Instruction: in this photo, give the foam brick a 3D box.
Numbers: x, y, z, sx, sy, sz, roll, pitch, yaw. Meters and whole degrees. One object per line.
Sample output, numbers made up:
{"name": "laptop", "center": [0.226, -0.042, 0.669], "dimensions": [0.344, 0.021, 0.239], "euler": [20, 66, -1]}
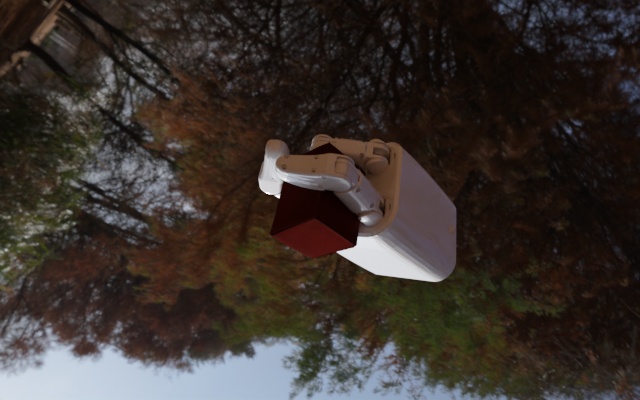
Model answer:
{"name": "foam brick", "center": [0.000, 0.002, 0.402], "dimensions": [0.053, 0.078, 0.051], "euler": [-20, -44, 39]}
